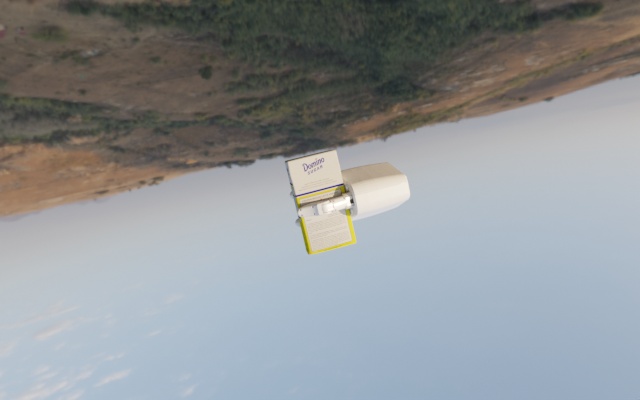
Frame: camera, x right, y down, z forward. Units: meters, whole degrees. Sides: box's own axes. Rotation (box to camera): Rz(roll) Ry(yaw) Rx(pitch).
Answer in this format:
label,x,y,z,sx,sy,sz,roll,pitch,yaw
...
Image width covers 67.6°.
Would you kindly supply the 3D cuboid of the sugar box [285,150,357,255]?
label,x,y,z,sx,sy,sz,roll,pitch,yaw
sugar box,0.000,0.003,0.871,0.093,0.176,0.048,-14,7,-10
